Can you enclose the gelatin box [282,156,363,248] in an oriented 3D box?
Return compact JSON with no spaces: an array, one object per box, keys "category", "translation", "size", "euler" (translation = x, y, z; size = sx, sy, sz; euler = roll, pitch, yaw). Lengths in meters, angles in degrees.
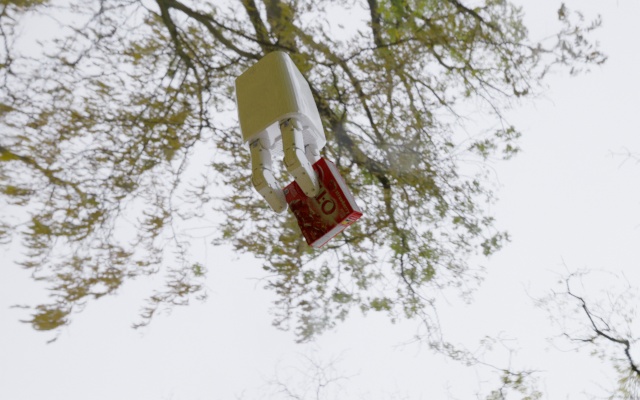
[{"category":"gelatin box","translation":[0.000,0.002,0.591],"size":[0.073,0.089,0.030],"euler":[-38,-27,19]}]
